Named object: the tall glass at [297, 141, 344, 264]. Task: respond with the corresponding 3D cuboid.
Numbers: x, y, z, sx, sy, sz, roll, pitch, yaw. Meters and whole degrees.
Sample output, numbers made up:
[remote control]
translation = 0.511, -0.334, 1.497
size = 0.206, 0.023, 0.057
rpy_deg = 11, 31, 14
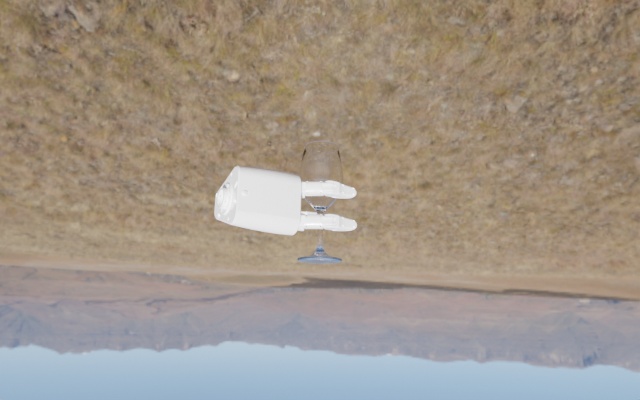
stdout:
[tall glass]
translation = 0.000, 0.003, 0.812
size = 0.079, 0.201, 0.079
rpy_deg = 1, -15, 0
